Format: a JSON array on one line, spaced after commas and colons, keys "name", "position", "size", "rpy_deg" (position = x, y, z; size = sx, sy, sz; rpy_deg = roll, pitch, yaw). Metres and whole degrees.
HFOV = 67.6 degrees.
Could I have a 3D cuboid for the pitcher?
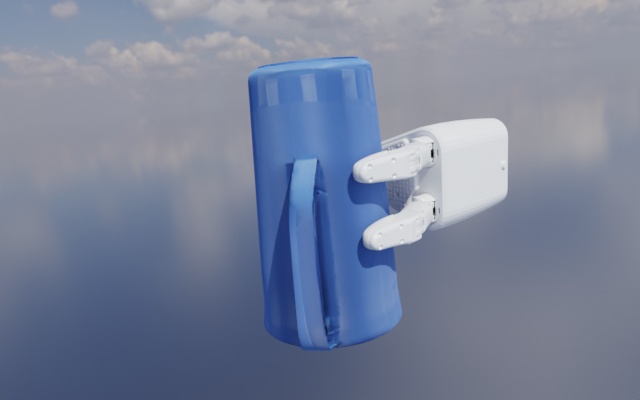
[{"name": "pitcher", "position": [0.000, 0.001, 0.428], "size": [0.145, 0.243, 0.149], "rpy_deg": [-14, 15, -33]}]
